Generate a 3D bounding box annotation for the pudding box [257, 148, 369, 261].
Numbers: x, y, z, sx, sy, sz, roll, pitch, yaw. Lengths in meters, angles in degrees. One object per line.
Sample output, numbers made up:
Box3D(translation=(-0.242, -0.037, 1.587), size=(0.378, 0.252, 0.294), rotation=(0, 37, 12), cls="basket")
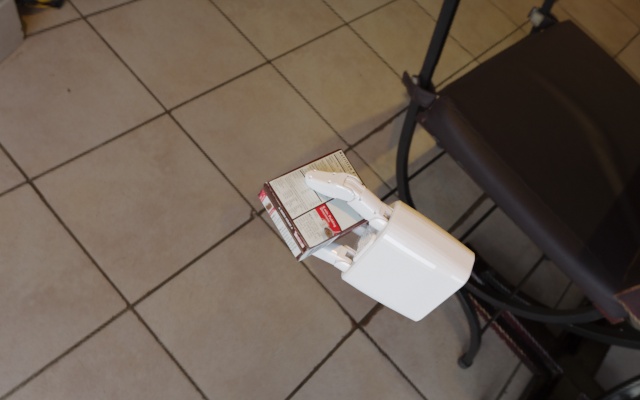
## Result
Box3D(translation=(0.000, 0.002, 0.538), size=(0.113, 0.090, 0.039), rotation=(-26, -12, -33), cls="pudding box")
